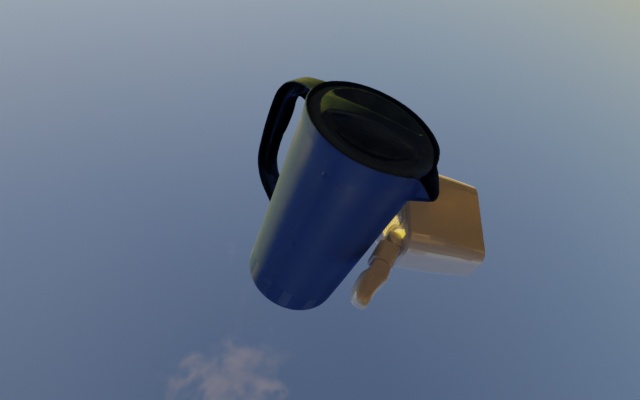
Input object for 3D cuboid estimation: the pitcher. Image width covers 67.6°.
[{"bbox_3d":[0.000,0.002,0.504,0.145,0.149,0.243,12,-47,-19],"label":"pitcher"}]
